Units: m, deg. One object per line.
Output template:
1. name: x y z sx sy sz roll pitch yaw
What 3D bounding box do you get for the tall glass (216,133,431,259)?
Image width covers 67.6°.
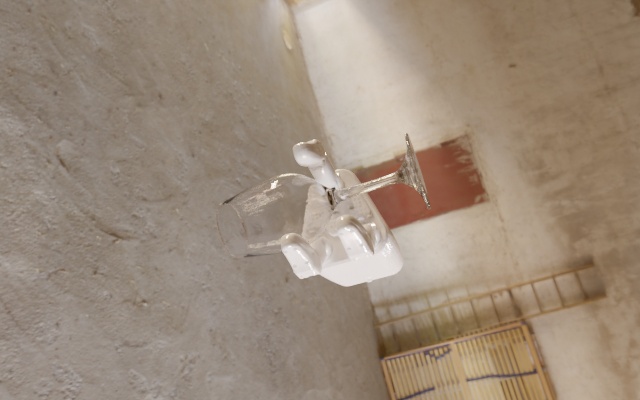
1. tall glass: 0.001 0.001 0.470 0.201 0.079 0.079 -17 -4 14
